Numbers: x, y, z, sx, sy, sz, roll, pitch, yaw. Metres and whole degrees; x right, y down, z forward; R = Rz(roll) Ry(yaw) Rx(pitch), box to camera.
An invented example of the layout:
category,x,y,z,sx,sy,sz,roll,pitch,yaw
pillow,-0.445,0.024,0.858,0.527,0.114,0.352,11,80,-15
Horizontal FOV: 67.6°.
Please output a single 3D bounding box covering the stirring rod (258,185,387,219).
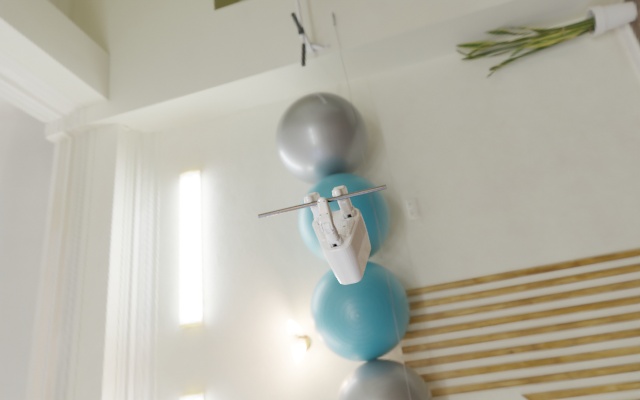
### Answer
category,x,y,z,sx,sy,sz,roll,pitch,yaw
stirring rod,0.000,0.003,0.860,0.239,0.011,0.011,-13,-3,12
